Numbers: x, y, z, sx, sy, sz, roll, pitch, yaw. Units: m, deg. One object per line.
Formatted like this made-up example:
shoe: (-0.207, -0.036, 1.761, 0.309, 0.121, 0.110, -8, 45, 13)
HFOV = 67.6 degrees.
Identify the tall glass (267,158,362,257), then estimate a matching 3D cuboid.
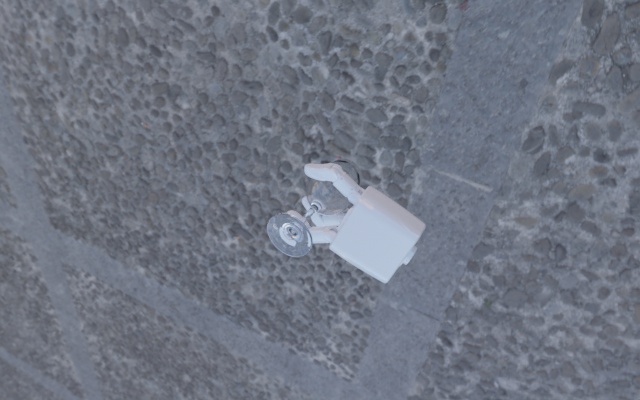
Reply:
tall glass: (0.000, 0.003, 0.753, 0.079, 0.079, 0.201, 0, 29, 31)
